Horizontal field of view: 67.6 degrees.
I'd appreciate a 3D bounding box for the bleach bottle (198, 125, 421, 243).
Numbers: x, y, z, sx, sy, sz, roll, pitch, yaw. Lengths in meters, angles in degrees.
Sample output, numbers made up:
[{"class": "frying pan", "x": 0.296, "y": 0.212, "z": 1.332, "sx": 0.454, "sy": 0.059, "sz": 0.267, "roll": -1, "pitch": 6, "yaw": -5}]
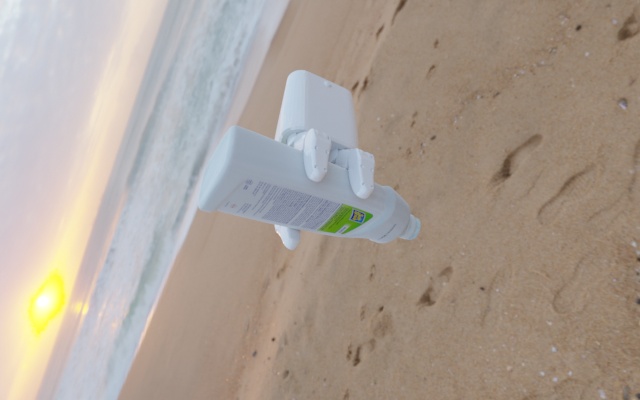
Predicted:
[{"class": "bleach bottle", "x": 0.000, "y": 0.002, "z": 0.539, "sx": 0.251, "sy": 0.068, "sz": 0.103, "roll": 19, "pitch": -38, "yaw": -23}]
